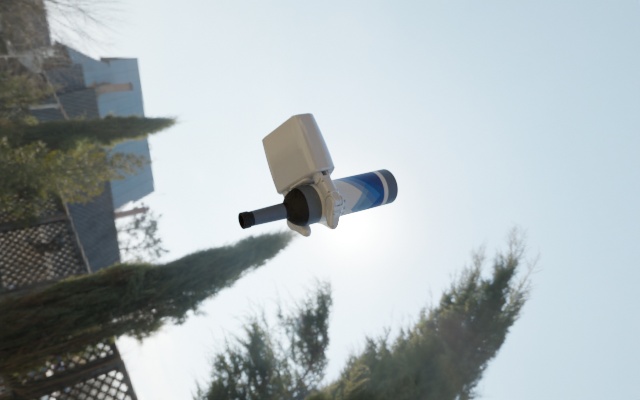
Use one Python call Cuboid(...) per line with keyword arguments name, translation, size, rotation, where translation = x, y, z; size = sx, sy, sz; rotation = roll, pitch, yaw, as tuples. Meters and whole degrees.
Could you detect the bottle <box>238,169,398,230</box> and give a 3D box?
Cuboid(name="bottle", translation=(0.000, 0.003, 0.814), size=(0.295, 0.069, 0.069), rotation=(-13, 7, -31))
